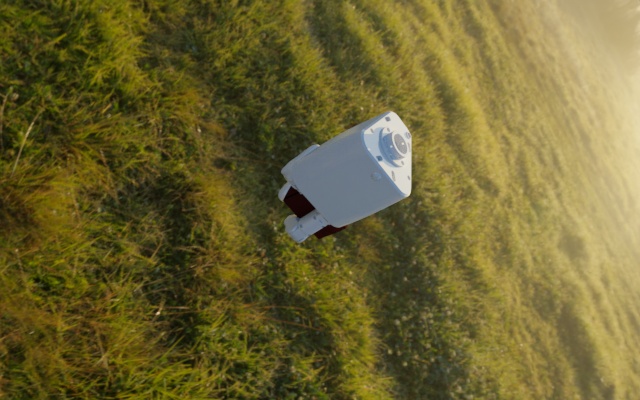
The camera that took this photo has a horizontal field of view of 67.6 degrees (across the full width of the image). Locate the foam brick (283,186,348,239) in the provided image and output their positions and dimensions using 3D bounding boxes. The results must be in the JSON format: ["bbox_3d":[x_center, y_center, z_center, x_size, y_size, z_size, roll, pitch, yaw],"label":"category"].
[{"bbox_3d":[0.000,0.002,0.626,0.051,0.078,0.053,-25,27,37],"label":"foam brick"}]
